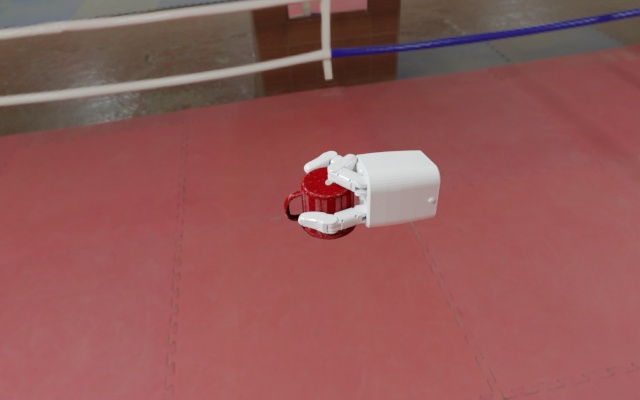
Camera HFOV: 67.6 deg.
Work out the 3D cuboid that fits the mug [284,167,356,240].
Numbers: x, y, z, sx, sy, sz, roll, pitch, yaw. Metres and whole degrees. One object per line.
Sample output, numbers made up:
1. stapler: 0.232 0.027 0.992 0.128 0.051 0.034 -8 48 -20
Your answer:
1. mug: -0.001 0.002 0.751 0.117 0.082 0.093 -7 39 -5
